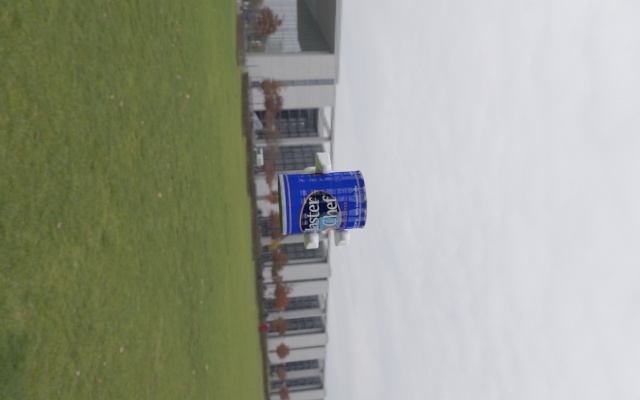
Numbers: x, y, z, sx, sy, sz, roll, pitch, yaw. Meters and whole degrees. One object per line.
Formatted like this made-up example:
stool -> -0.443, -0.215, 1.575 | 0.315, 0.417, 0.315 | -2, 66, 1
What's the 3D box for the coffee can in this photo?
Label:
coffee can -> 0.000, 0.003, 0.818 | 0.140, 0.103, 0.103 | -4, 0, -7
